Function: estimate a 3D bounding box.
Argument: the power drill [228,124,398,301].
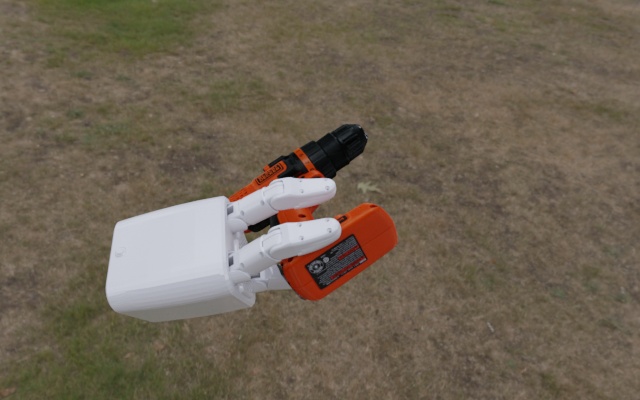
[{"bbox_3d":[0.000,0.002,0.487,0.184,0.057,0.187,-36,33,-3],"label":"power drill"}]
